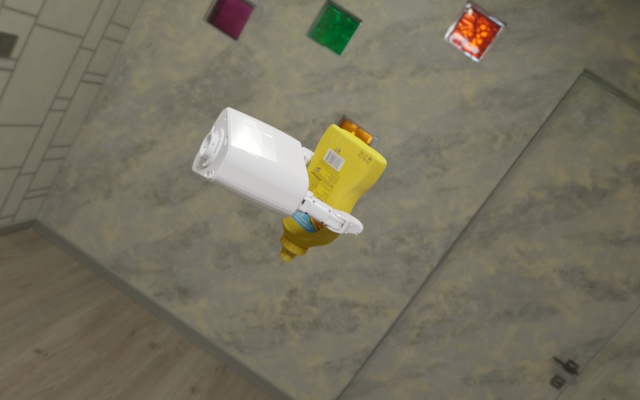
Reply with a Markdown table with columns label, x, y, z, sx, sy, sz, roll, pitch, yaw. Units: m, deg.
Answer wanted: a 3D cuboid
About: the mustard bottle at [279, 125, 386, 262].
| label | x | y | z | sx | sy | sz | roll | pitch | yaw |
| --- | --- | --- | --- | --- | --- | --- | --- | --- | --- |
| mustard bottle | 0.000 | 0.002 | 0.636 | 0.096 | 0.192 | 0.058 | 42 | 16 | 35 |
